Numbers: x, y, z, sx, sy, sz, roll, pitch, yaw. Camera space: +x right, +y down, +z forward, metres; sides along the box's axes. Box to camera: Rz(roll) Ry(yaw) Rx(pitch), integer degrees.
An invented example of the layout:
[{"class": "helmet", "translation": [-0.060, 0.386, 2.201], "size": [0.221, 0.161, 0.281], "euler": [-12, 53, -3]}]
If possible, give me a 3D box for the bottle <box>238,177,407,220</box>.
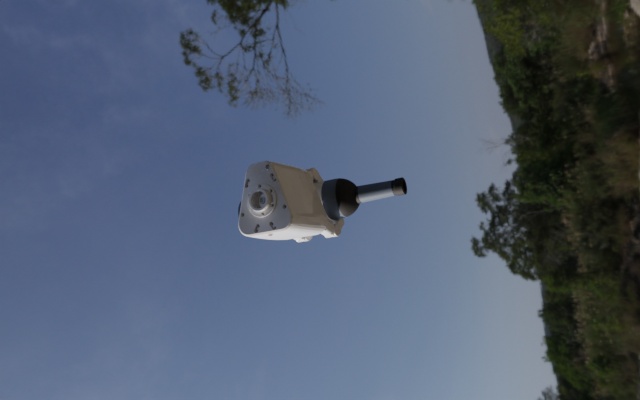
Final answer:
[{"class": "bottle", "translation": [0.000, 0.003, 0.804], "size": [0.296, 0.069, 0.069], "euler": [-11, -5, 26]}]
